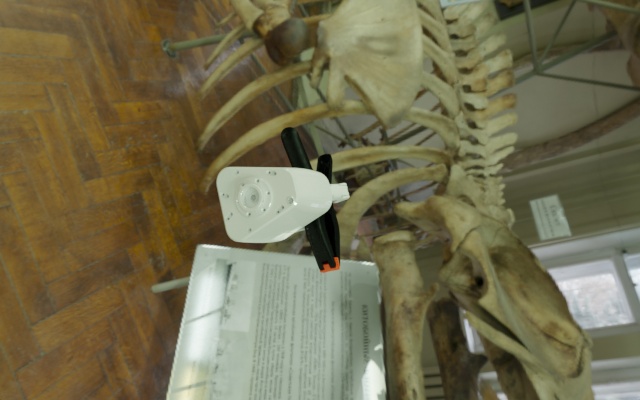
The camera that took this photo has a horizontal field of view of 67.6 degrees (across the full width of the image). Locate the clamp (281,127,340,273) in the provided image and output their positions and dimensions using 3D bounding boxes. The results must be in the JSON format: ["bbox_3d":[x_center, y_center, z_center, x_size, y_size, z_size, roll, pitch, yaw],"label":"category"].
[{"bbox_3d":[0.001,0.003,0.727,0.036,0.210,0.164,-15,-7,19],"label":"clamp"}]
